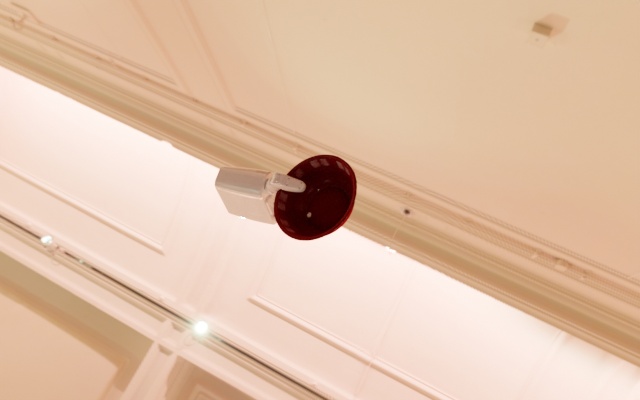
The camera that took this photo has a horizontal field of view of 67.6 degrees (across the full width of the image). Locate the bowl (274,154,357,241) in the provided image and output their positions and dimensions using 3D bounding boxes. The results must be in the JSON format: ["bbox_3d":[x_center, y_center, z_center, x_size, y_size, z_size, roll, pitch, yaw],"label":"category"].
[{"bbox_3d":[0.001,0.003,0.830,0.162,0.162,0.055,0,-24,31],"label":"bowl"}]
